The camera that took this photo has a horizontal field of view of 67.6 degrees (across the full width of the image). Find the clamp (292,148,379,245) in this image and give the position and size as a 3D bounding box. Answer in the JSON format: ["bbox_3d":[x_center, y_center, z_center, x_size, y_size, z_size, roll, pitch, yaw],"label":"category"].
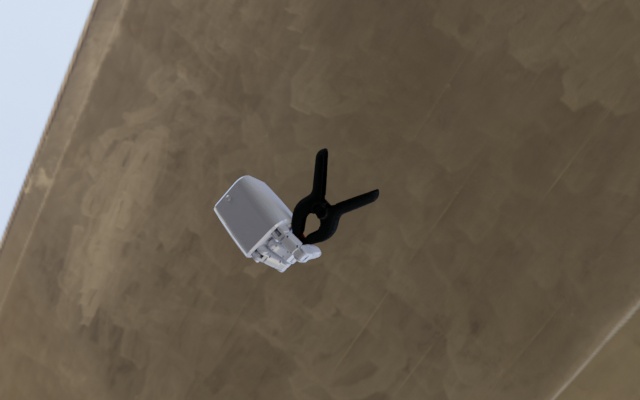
[{"bbox_3d":[0.000,0.003,0.787,0.171,0.120,0.039,-45,-12,18],"label":"clamp"}]
